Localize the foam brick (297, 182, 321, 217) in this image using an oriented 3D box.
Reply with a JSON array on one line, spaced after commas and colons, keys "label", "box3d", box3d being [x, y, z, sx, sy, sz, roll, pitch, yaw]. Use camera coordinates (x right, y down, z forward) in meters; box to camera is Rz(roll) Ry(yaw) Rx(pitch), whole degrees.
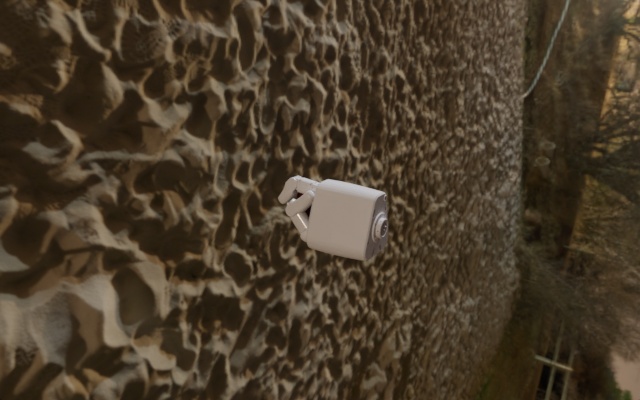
[{"label": "foam brick", "box3d": [0.000, 0.003, 0.851, 0.051, 0.053, 0.078, 11, 19, 30]}]
